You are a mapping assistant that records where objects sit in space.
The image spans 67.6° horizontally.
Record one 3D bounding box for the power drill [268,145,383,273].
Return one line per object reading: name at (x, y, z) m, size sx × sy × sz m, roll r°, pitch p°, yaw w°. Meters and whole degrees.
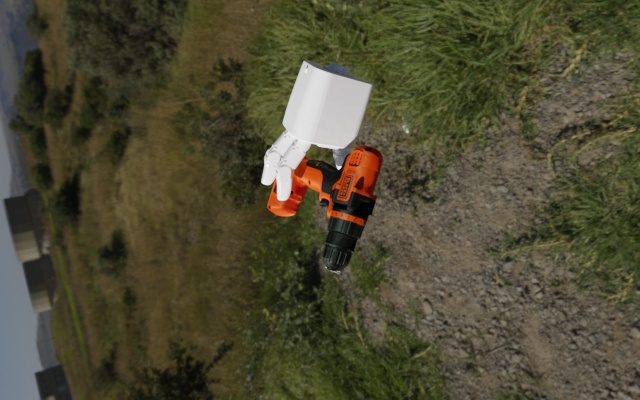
power drill at (0.000, 0.002, 0.724) m, size 0.187 × 0.184 × 0.057 m, roll 13°, pitch -8°, yaw 47°
